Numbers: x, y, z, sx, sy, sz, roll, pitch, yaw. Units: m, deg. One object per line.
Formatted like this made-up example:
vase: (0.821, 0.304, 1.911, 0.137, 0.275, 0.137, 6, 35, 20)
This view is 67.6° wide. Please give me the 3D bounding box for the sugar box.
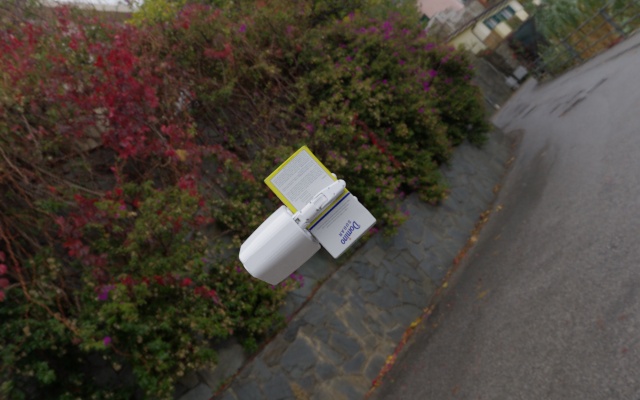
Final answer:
sugar box: (0.000, 0.003, 0.794, 0.093, 0.176, 0.048, -42, -7, -1)
